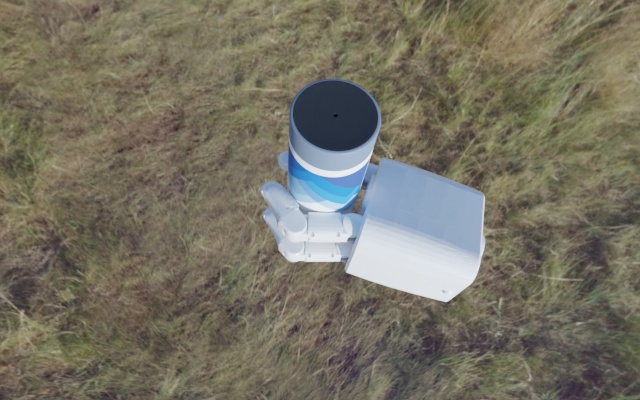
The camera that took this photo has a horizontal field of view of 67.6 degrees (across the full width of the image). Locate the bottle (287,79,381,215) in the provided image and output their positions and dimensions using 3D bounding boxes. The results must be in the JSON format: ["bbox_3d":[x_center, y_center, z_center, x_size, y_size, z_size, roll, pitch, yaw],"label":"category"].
[{"bbox_3d":[0.000,0.001,0.475,0.069,0.069,0.296,0,-25,-5],"label":"bottle"}]
